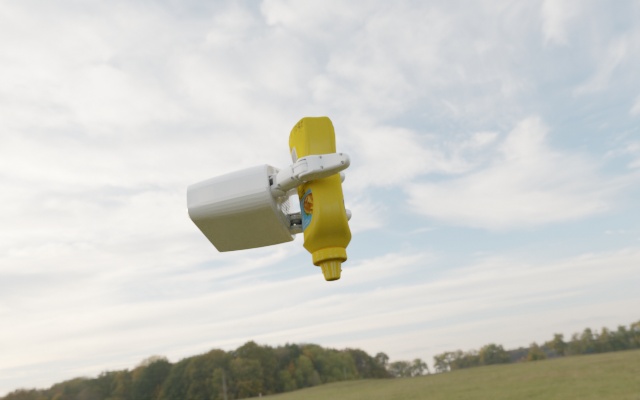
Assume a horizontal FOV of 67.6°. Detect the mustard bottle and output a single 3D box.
[{"bbox_3d":[0.000,0.002,0.576,0.058,0.191,0.096,-3,-21,-13],"label":"mustard bottle"}]
